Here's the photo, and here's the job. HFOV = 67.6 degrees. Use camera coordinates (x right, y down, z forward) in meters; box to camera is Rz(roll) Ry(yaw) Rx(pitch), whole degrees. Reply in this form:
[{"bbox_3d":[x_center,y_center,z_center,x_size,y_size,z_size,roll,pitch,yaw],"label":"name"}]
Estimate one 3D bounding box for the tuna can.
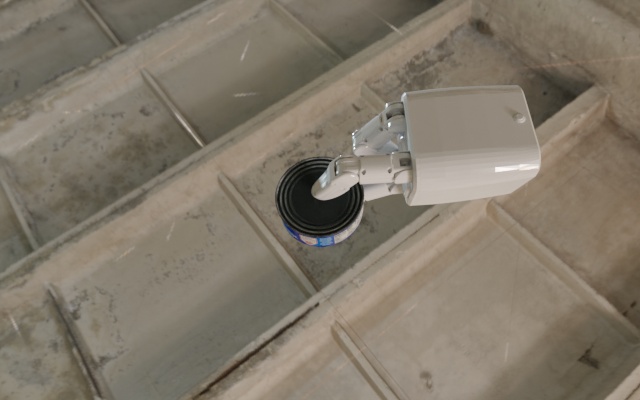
[{"bbox_3d":[0.000,0.002,0.471,0.086,0.086,0.034,0,-24,4],"label":"tuna can"}]
